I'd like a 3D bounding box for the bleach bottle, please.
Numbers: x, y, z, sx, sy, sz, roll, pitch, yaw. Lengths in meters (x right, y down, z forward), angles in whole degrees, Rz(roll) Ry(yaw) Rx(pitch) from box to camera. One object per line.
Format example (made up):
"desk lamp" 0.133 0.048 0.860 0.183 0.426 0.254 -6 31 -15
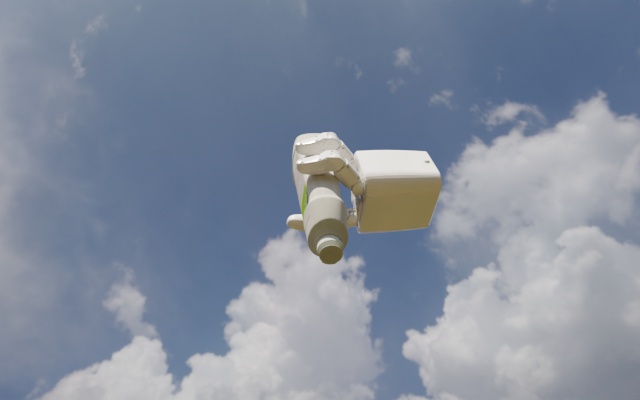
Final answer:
"bleach bottle" 0.000 0.002 0.655 0.068 0.103 0.250 -2 33 -5
